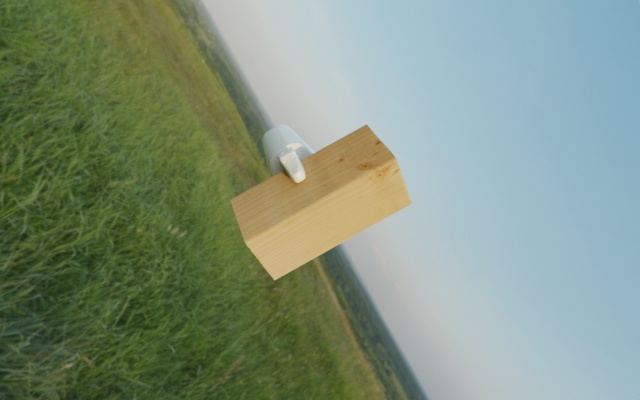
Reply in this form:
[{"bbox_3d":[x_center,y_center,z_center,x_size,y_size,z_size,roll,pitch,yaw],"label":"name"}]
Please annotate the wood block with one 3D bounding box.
[{"bbox_3d":[0.000,0.002,0.624,0.206,0.091,0.090,-29,43,0],"label":"wood block"}]
